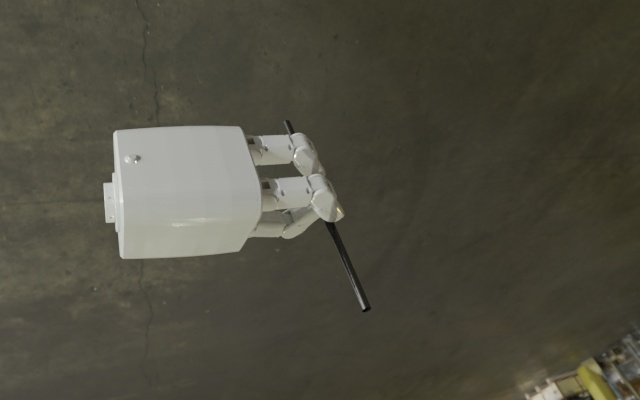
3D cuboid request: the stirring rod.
[{"bbox_3d":[0.000,0.001,0.466,0.011,0.239,0.011,-15,-37,-11],"label":"stirring rod"}]
